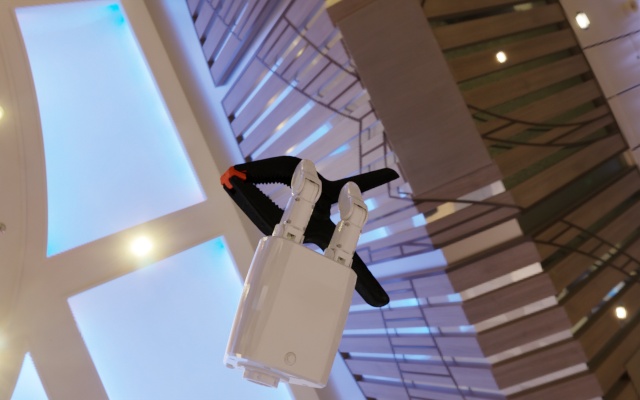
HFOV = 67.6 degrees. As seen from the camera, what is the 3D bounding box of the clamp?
[{"bbox_3d":[-0.001,0.002,0.504,0.210,0.164,0.036,27,-31,-20],"label":"clamp"}]
